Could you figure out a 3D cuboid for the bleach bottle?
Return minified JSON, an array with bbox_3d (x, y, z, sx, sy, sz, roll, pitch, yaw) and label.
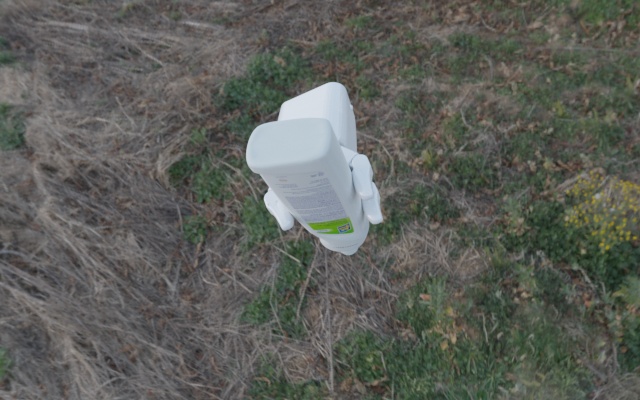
[{"bbox_3d":[0.000,0.002,0.616,0.102,0.068,0.251,-5,-34,16],"label":"bleach bottle"}]
